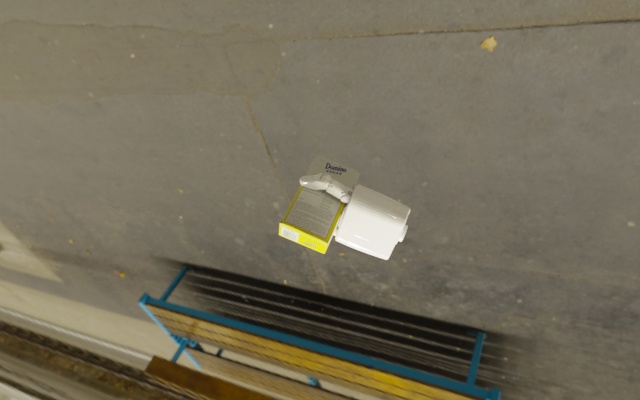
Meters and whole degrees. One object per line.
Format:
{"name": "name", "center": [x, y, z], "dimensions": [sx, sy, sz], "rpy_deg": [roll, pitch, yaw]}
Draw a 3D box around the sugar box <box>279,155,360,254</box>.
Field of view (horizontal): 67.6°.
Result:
{"name": "sugar box", "center": [0.000, 0.003, 0.885], "dimensions": [0.093, 0.176, 0.048], "rpy_deg": [23, -36, 6]}
